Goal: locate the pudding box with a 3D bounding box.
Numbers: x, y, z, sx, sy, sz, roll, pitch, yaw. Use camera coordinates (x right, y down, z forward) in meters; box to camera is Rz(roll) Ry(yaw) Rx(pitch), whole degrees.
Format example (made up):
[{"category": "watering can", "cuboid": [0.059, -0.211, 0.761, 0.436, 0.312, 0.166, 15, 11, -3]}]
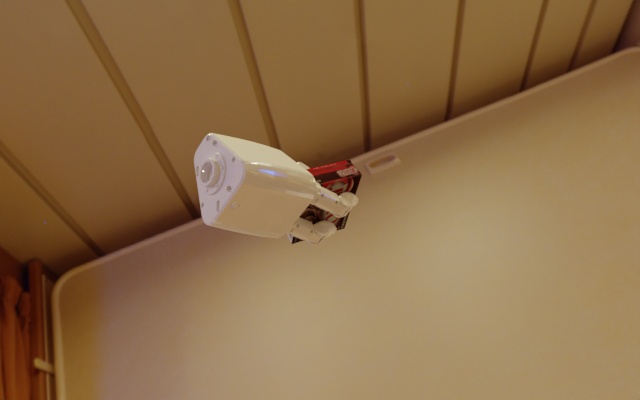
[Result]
[{"category": "pudding box", "cuboid": [0.000, 0.002, 0.659, 0.090, 0.039, 0.114, -14, -37, -26]}]
